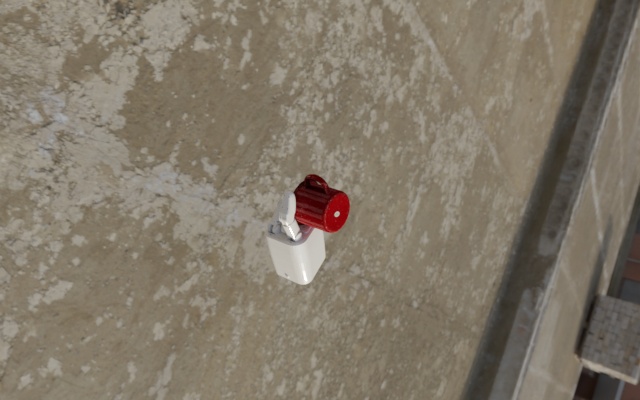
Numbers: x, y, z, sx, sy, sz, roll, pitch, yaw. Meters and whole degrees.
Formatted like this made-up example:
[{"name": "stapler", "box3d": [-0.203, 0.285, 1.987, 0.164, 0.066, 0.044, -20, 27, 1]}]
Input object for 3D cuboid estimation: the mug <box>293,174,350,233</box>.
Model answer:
[{"name": "mug", "box3d": [0.000, 0.002, 0.899, 0.081, 0.117, 0.093, 17, 40, 36]}]
